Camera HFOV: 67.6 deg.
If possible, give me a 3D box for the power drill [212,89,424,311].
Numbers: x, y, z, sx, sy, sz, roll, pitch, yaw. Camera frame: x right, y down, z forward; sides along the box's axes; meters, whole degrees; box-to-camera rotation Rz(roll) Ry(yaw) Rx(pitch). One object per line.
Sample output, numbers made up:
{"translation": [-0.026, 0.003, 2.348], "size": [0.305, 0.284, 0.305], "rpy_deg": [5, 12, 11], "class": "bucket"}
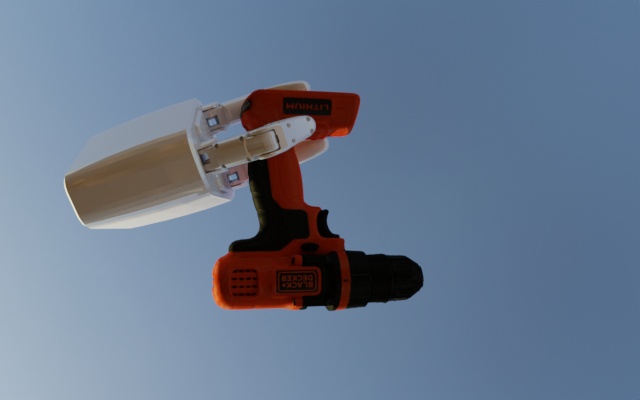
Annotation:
{"translation": [0.000, 0.001, 0.418], "size": [0.184, 0.187, 0.057], "rpy_deg": [1, -8, -15], "class": "power drill"}
